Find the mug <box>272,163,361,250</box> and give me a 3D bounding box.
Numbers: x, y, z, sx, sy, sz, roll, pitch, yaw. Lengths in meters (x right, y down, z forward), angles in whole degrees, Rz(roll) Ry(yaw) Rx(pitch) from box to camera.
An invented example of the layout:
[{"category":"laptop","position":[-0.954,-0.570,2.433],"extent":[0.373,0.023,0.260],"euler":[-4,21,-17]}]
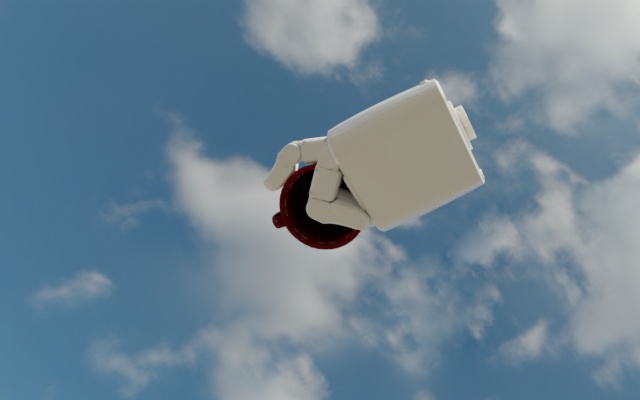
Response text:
[{"category":"mug","position":[-0.001,0.002,0.534],"extent":[0.117,0.093,0.081],"euler":[-25,9,18]}]
